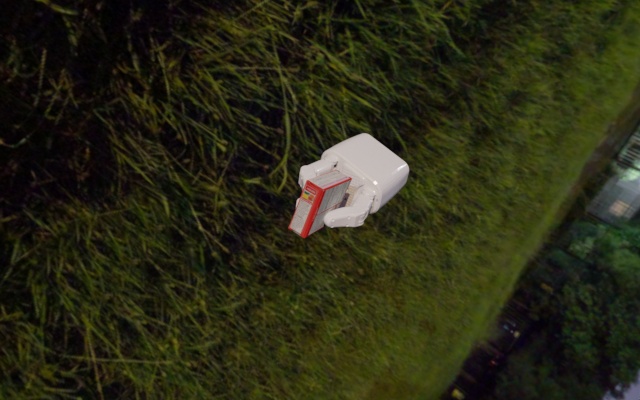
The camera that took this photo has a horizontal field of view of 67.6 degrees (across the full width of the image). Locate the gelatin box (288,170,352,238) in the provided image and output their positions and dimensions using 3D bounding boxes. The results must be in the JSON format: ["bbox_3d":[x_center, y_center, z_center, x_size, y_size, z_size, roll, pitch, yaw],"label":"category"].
[{"bbox_3d":[0.000,0.002,0.636,0.030,0.073,0.089,31,25,18],"label":"gelatin box"}]
